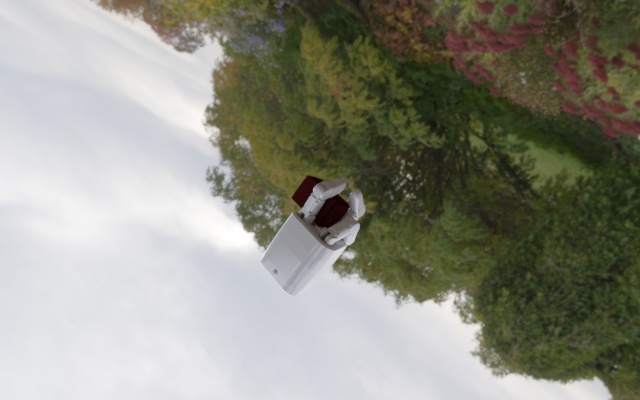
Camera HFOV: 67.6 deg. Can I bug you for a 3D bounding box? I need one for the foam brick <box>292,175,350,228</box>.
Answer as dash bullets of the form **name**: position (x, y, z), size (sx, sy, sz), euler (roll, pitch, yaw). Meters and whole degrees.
- **foam brick**: position (0.000, 0.002, 0.808), size (0.078, 0.051, 0.053), euler (44, 15, 30)
